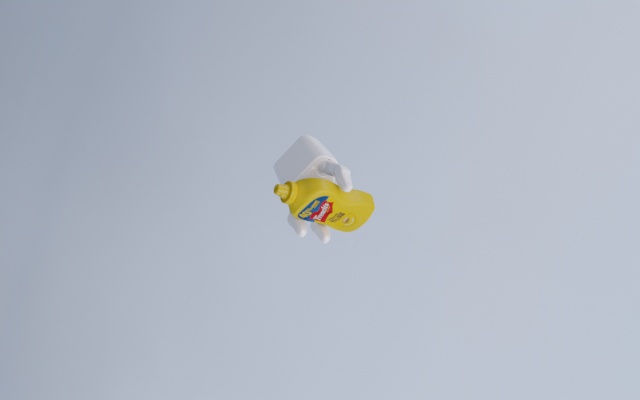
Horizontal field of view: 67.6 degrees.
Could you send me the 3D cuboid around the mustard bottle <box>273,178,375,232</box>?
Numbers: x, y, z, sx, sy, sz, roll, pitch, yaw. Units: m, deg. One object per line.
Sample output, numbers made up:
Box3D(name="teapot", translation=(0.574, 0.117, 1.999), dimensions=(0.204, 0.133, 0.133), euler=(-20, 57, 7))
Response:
Box3D(name="mustard bottle", translation=(0.000, 0.003, 0.870), dimensions=(0.192, 0.058, 0.096), euler=(17, -42, -33))
